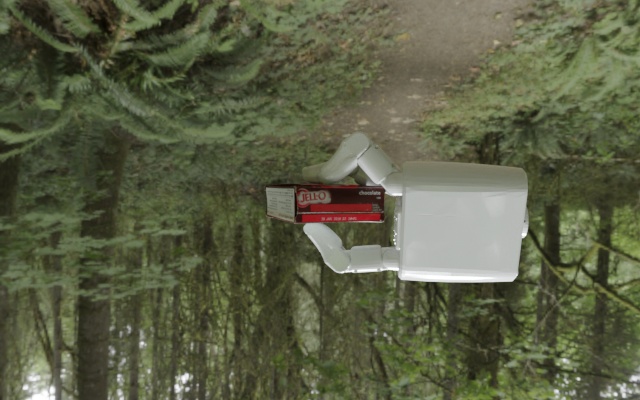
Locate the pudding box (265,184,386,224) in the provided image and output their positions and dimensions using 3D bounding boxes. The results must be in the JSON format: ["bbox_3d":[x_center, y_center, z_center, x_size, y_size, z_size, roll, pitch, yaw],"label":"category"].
[{"bbox_3d":[0.000,0.002,0.477,0.090,0.039,0.113,1,0,-21],"label":"pudding box"}]
